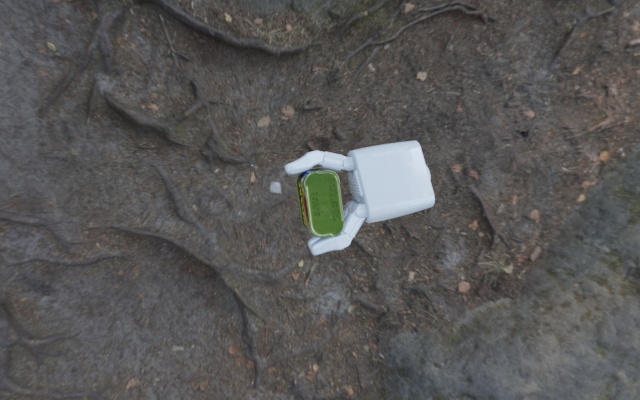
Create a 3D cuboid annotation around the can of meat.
[{"bbox_3d":[0.000,0.002,0.716,0.057,0.102,0.084,-9,5,-8],"label":"can of meat"}]
